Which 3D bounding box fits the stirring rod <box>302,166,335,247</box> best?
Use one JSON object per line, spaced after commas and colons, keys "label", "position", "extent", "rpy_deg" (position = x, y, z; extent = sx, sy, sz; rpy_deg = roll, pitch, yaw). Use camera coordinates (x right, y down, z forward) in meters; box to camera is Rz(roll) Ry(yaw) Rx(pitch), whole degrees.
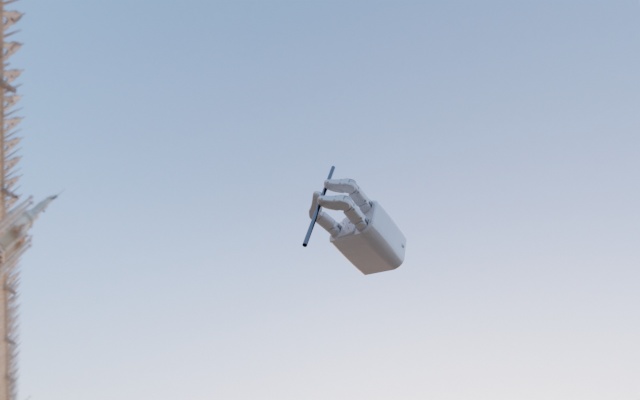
{"label": "stirring rod", "position": [0.000, 0.003, 0.858], "extent": [0.011, 0.011, 0.239], "rpy_deg": [0, 35, 15]}
